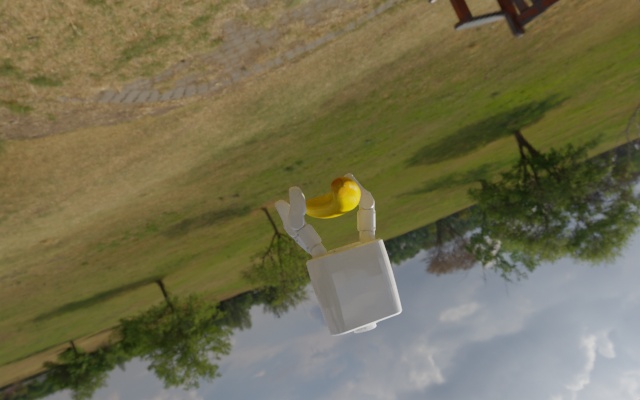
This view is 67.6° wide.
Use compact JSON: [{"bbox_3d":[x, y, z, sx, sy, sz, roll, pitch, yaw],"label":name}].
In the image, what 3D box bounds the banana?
[{"bbox_3d":[0.016,0.001,0.657,0.069,0.037,0.198,-6,-9,-22],"label":"banana"}]
